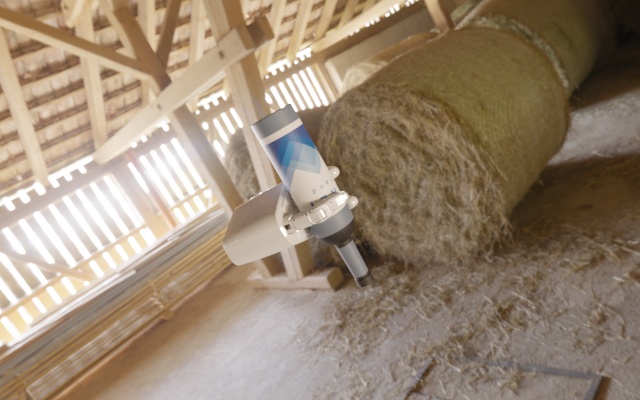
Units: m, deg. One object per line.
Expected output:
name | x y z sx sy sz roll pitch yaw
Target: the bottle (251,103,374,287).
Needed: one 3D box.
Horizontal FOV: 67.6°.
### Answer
bottle | 0.000 0.002 0.710 0.069 0.296 0.069 -28 12 7
